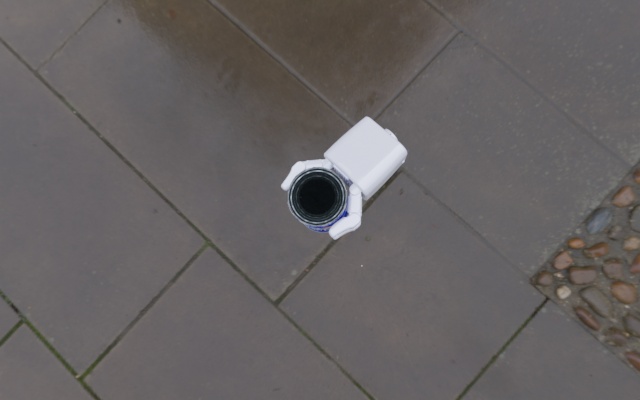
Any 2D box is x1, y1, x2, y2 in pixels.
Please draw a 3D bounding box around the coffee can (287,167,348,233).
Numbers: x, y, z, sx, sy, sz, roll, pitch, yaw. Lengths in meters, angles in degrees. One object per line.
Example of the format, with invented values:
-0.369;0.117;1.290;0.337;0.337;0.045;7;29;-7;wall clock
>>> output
0.000;0.003;0.871;0.103;0.103;0.140;0;-8;5;coffee can
